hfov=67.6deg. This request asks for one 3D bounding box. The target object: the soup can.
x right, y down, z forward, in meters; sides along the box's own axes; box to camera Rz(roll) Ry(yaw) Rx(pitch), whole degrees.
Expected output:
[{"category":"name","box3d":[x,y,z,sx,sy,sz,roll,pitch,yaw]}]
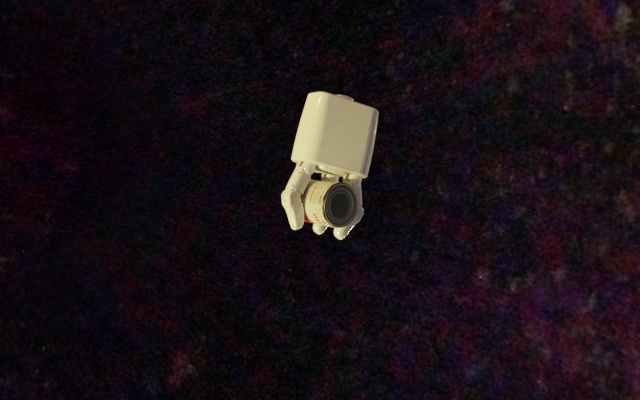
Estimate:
[{"category":"soup can","box3d":[0.000,0.003,0.719,0.068,0.068,0.102,0,5,-38]}]
